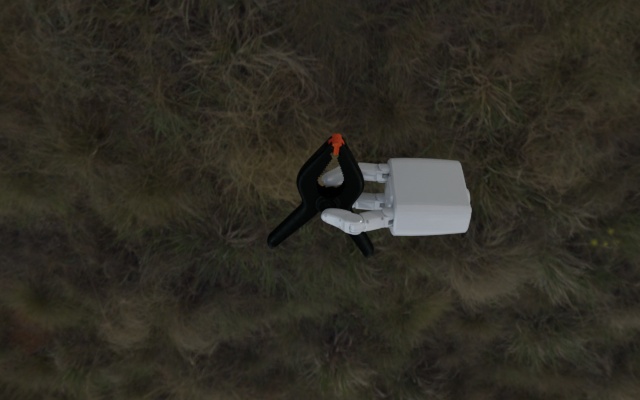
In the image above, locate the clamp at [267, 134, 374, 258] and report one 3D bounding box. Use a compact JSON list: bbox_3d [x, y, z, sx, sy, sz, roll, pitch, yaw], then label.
[{"bbox_3d":[0.000,0.002,0.686,0.164,0.210,0.036,0,37,0],"label":"clamp"}]
